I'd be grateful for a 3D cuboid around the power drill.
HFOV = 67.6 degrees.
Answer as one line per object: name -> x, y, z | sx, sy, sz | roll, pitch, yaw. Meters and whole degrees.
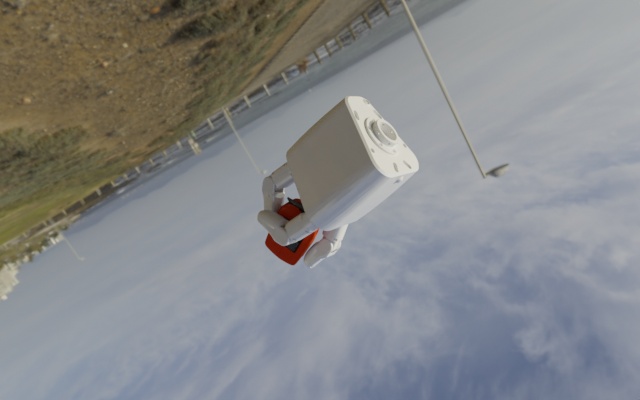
power drill -> 0.000, 0.002, 0.672 | 0.057, 0.187, 0.184 | 35, -39, 6
